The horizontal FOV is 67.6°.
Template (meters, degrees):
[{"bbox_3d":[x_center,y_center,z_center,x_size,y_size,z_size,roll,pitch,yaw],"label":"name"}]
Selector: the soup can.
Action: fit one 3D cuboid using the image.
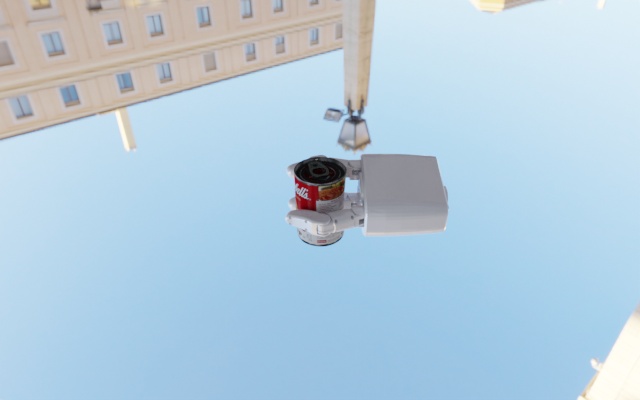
[{"bbox_3d":[0.000,0.002,0.639,0.068,0.102,0.068,0,35,0],"label":"soup can"}]
